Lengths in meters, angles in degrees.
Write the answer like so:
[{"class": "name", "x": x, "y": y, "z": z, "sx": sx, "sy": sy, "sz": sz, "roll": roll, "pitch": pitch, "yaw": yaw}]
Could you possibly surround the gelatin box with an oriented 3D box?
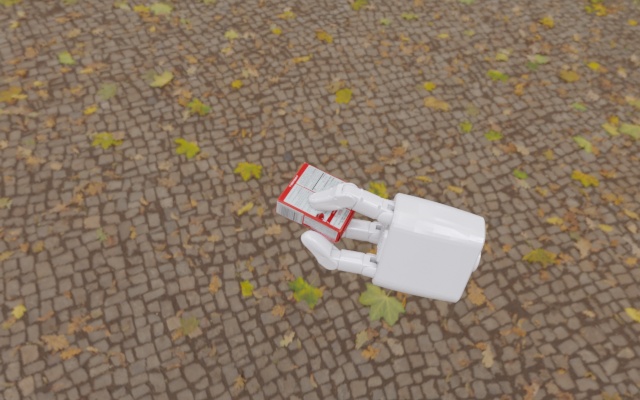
[{"class": "gelatin box", "x": 0.000, "y": 0.002, "z": 0.593, "sx": 0.089, "sy": 0.073, "sz": 0.030, "roll": 26, "pitch": -36, "yaw": 9}]
